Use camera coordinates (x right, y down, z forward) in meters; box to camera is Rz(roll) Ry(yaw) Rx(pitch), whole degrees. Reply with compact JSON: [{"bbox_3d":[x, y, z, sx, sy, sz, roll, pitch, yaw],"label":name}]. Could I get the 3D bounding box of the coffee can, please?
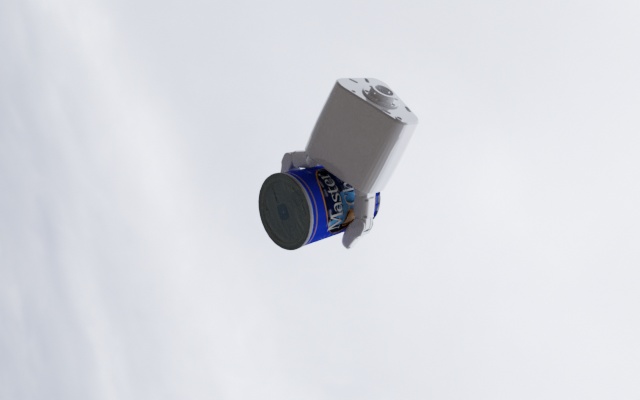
[{"bbox_3d":[0.000,0.002,0.662,0.140,0.103,0.103,-15,10,-43],"label":"coffee can"}]
